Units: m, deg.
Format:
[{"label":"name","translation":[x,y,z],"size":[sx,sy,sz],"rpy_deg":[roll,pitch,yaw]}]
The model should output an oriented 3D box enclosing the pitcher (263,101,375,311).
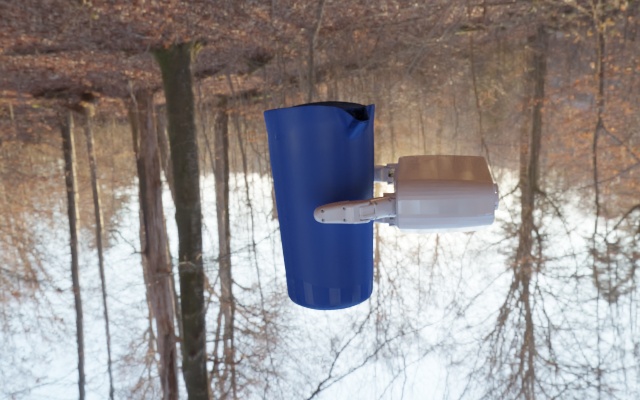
[{"label":"pitcher","translation":[0.000,0.002,0.593],"size":[0.145,0.243,0.149],"rpy_deg":[-2,8,10]}]
